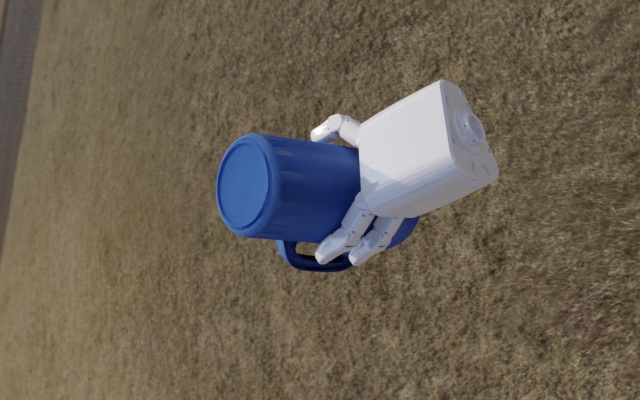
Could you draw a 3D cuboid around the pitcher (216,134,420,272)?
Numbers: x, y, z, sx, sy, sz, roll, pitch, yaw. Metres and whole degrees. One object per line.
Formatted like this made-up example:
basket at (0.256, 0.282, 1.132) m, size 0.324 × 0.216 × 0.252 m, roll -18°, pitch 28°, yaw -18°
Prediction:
pitcher at (0.000, 0.002, 0.573) m, size 0.243 × 0.149 × 0.145 m, roll 5°, pitch -22°, yaw -45°
